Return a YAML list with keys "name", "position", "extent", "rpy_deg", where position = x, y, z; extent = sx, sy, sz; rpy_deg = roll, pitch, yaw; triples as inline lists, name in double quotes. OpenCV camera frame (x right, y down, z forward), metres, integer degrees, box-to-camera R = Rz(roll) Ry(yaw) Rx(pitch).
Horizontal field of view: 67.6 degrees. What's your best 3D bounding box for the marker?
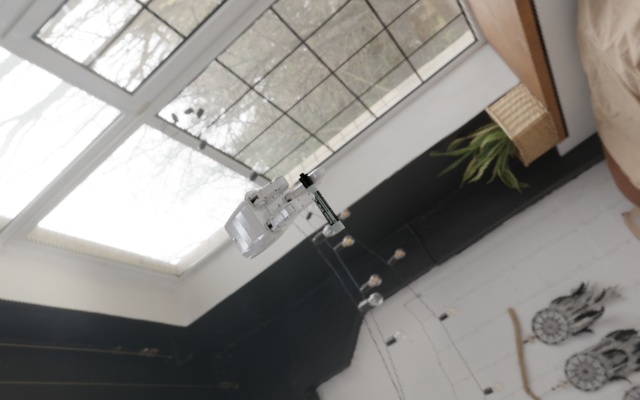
- name: "marker"
  position: [0.000, 0.003, 0.822]
  extent: [0.020, 0.121, 0.020]
  rpy_deg: [-34, -8, -5]
